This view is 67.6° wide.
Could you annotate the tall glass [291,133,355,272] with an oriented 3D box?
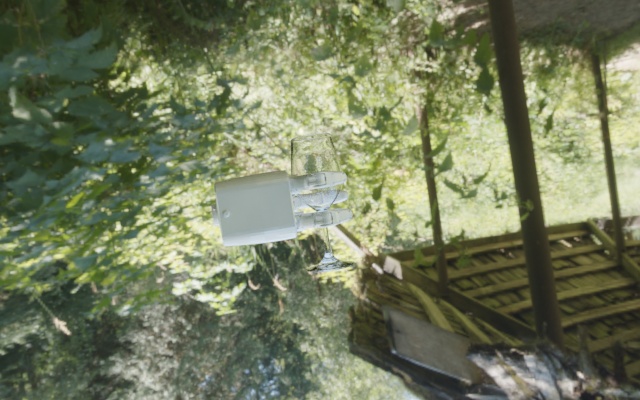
[{"bbox_3d":[0.000,0.003,0.722,0.079,0.201,0.079,-8,1,0],"label":"tall glass"}]
